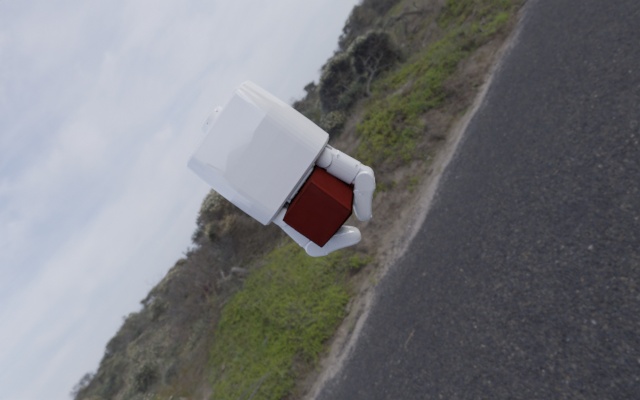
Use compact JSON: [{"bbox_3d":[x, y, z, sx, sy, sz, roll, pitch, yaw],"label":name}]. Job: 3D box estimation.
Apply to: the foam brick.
[{"bbox_3d":[0.000,0.002,0.500,0.051,0.053,0.078,36,21,-8],"label":"foam brick"}]
